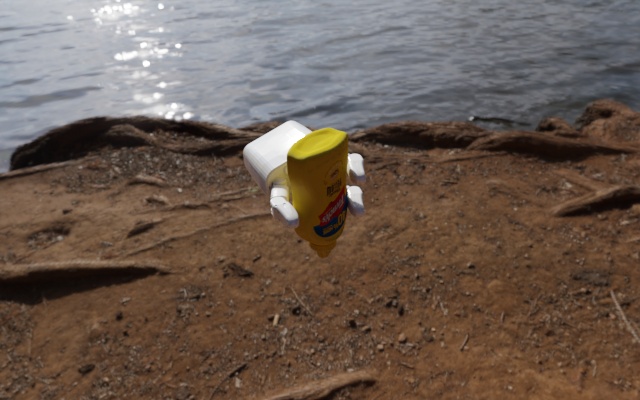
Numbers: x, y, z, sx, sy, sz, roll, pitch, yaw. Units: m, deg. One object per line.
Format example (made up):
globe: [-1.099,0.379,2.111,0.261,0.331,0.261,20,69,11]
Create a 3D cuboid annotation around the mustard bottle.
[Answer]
mustard bottle: [0.000,0.002,0.669,0.058,0.192,0.096,21,40,30]
